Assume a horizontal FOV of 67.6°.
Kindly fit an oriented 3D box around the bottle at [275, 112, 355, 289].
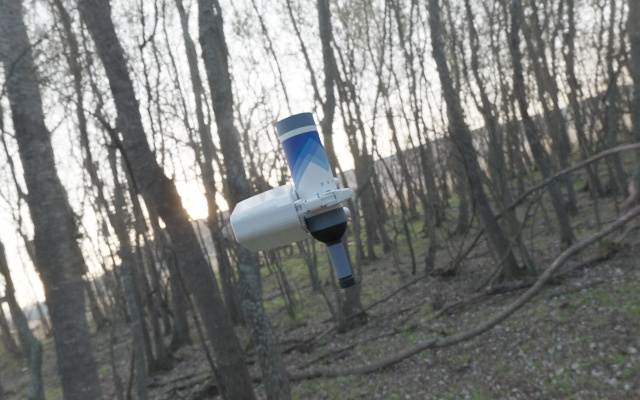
[{"bbox_3d":[0.000,0.002,0.798,0.069,0.295,0.069,-18,-2,-1],"label":"bottle"}]
